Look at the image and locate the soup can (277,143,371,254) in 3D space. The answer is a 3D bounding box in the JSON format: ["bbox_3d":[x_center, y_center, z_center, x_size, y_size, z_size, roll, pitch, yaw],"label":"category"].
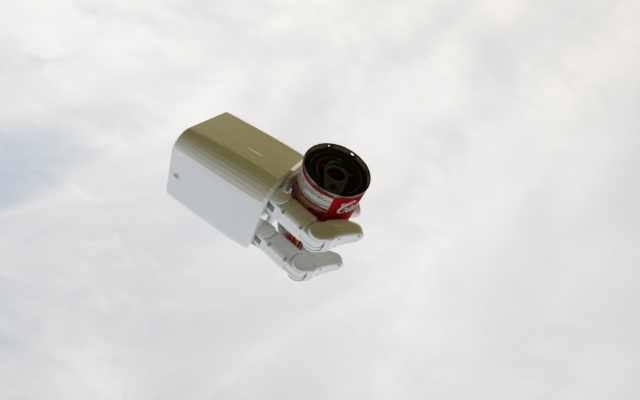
[{"bbox_3d":[0.000,0.002,0.482,0.068,0.068,0.102,0,-38,-24],"label":"soup can"}]
